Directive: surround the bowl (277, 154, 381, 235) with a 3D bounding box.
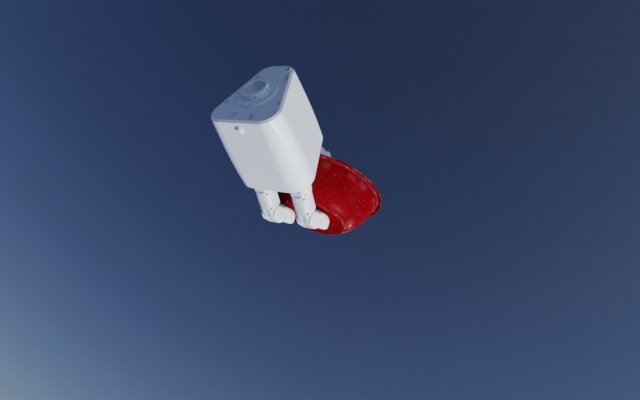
[{"bbox_3d":[0.001,0.003,0.668,0.162,0.055,0.162,19,-26,9],"label":"bowl"}]
